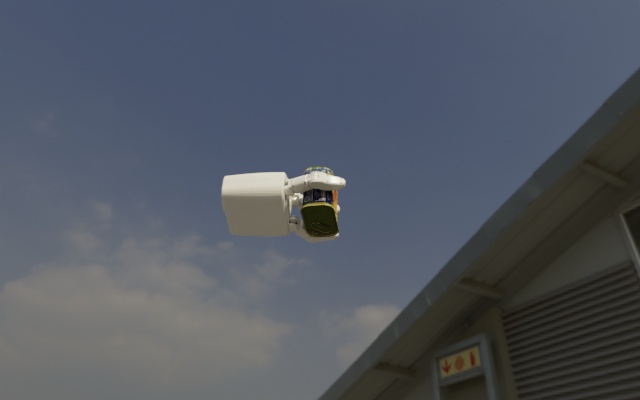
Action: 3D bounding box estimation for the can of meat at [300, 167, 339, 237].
[{"bbox_3d":[0.000,0.002,0.835,0.057,0.084,0.102,-4,-35,7],"label":"can of meat"}]
